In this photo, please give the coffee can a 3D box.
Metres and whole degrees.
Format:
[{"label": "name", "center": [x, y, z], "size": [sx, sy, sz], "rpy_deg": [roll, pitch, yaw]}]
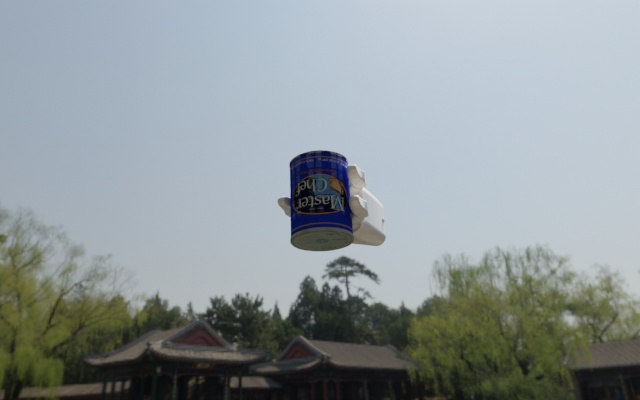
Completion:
[{"label": "coffee can", "center": [0.000, 0.003, 0.792], "size": [0.103, 0.140, 0.103], "rpy_deg": [-2, -23, -1]}]
